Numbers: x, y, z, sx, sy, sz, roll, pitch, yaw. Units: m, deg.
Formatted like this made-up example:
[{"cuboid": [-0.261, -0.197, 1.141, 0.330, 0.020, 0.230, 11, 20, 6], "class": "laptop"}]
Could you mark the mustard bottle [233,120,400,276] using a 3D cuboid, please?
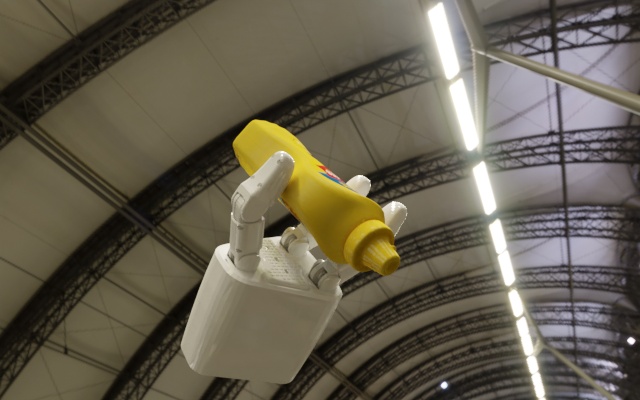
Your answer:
[{"cuboid": [0.000, 0.001, 0.411, 0.191, 0.058, 0.096, 43, 1, 44], "class": "mustard bottle"}]
